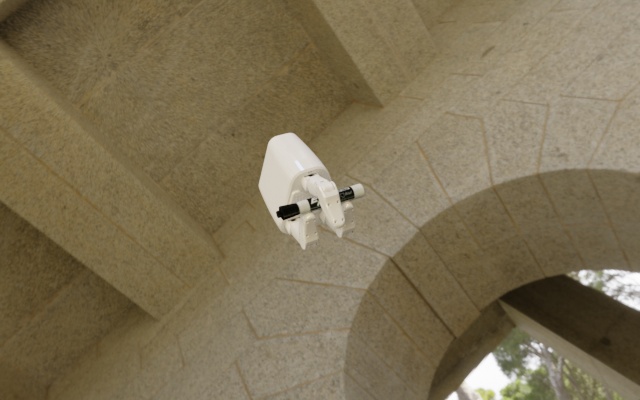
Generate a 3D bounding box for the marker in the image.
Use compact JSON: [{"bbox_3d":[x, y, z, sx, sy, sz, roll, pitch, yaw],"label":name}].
[{"bbox_3d":[0.000,0.002,0.619,0.121,0.020,0.020,-16,5,-19],"label":"marker"}]
